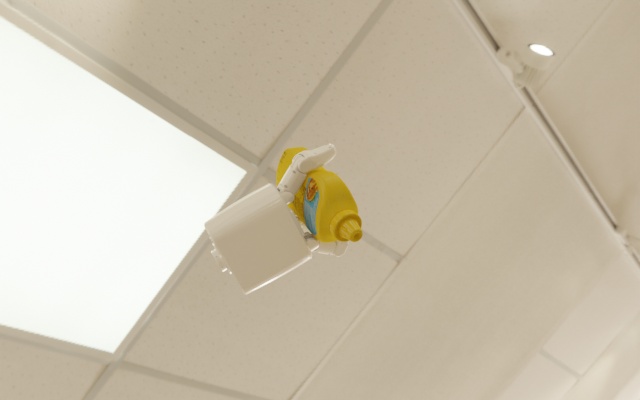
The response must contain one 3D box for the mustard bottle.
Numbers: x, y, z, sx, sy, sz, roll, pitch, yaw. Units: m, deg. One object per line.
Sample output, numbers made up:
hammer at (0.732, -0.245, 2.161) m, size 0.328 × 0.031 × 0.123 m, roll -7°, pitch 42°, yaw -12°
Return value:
mustard bottle at (0.000, 0.002, 0.652) m, size 0.058 × 0.096 × 0.191 m, roll -9°, pitch 30°, yaw -26°
